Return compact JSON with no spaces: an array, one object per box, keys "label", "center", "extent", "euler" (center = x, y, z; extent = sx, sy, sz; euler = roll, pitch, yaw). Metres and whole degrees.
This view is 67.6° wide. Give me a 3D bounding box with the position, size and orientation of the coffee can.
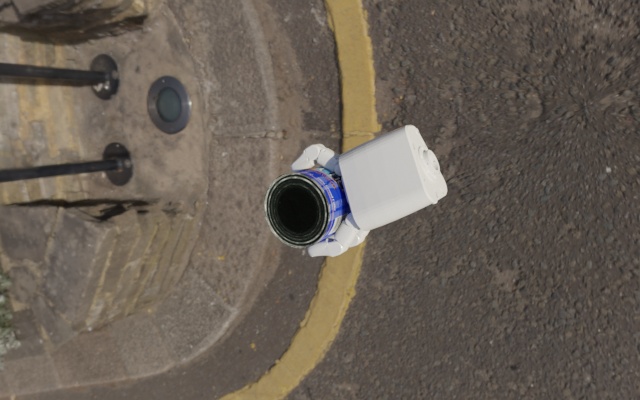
[{"label":"coffee can","center":[0.000,0.002,0.690],"extent":[0.103,0.103,0.140],"euler":[0,10,29]}]
